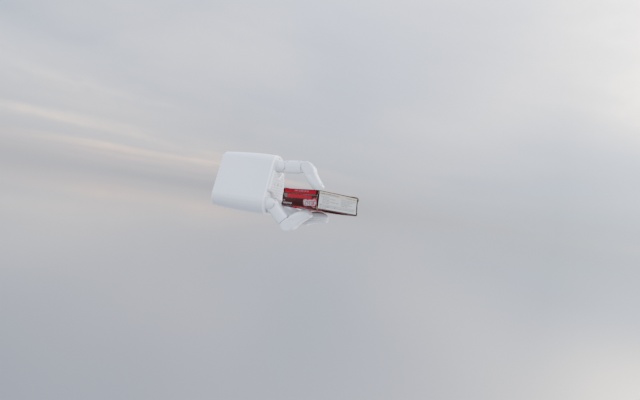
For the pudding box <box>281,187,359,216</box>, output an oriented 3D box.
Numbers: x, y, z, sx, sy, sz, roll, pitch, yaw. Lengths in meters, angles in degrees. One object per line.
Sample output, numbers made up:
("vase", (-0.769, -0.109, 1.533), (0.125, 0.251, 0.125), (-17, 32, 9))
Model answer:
("pudding box", (0.000, 0.003, 0.862), (0.090, 0.039, 0.113), (7, -1, 43))
